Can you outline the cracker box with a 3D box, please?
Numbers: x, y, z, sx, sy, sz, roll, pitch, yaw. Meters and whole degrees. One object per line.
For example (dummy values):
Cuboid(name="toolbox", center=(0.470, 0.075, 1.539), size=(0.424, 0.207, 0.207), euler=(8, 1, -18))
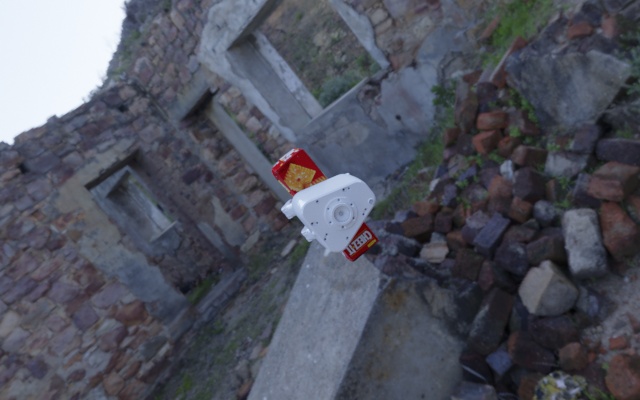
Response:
Cuboid(name="cracker box", center=(0.000, 0.003, 0.899), size=(0.072, 0.214, 0.164), euler=(-40, 10, -2))
